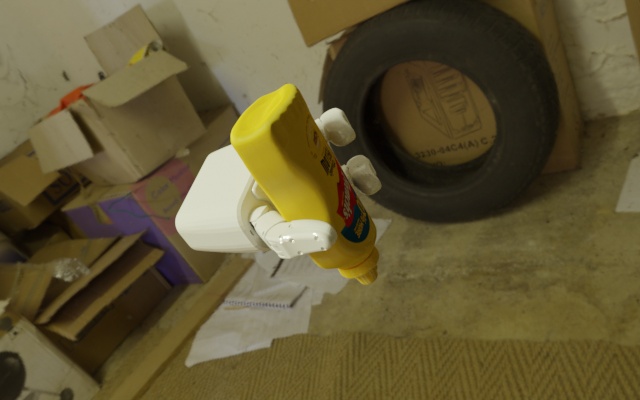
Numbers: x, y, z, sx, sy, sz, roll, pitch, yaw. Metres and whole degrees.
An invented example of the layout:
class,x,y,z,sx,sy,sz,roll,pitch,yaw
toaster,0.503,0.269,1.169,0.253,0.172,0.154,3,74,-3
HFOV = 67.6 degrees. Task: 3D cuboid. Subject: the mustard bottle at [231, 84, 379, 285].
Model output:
class,x,y,z,sx,sy,sz,roll,pitch,yaw
mustard bottle,0.000,0.001,0.413,0.058,0.192,0.096,-22,27,20
